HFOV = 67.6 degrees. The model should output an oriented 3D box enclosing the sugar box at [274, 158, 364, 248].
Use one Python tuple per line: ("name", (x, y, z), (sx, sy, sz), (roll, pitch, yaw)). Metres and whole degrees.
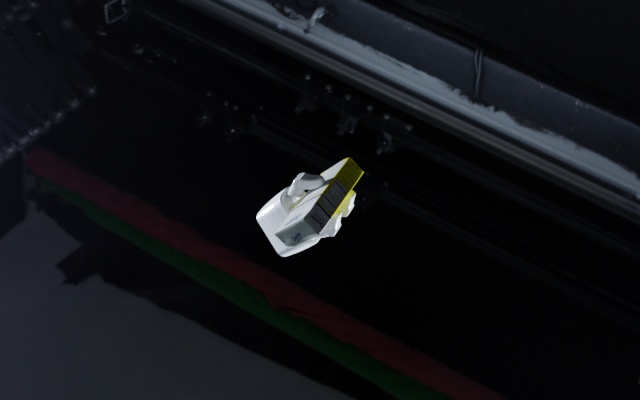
("sugar box", (0.000, 0.003, 0.835), (0.093, 0.048, 0.176), (-29, 21, 48))
